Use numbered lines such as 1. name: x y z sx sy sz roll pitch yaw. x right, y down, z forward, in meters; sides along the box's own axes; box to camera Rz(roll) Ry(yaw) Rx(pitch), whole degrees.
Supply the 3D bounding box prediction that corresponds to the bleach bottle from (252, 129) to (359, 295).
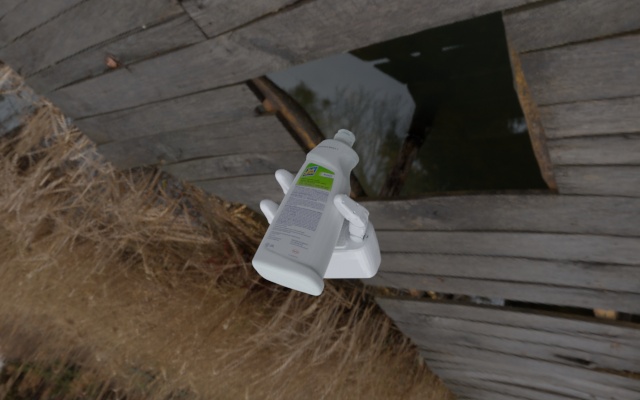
1. bleach bottle: 0.000 0.002 0.684 0.102 0.250 0.068 14 -28 23
